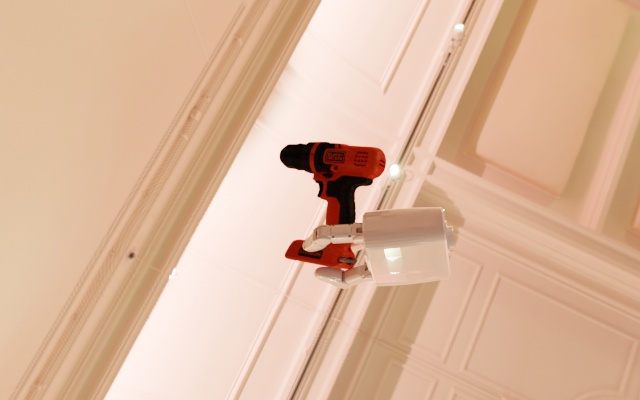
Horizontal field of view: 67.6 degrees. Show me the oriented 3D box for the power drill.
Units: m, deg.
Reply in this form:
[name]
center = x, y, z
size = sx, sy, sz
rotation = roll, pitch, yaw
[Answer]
[power drill]
center = 0.000, 0.003, 0.724
size = 0.184, 0.187, 0.057
rotation = 7, -4, 35
